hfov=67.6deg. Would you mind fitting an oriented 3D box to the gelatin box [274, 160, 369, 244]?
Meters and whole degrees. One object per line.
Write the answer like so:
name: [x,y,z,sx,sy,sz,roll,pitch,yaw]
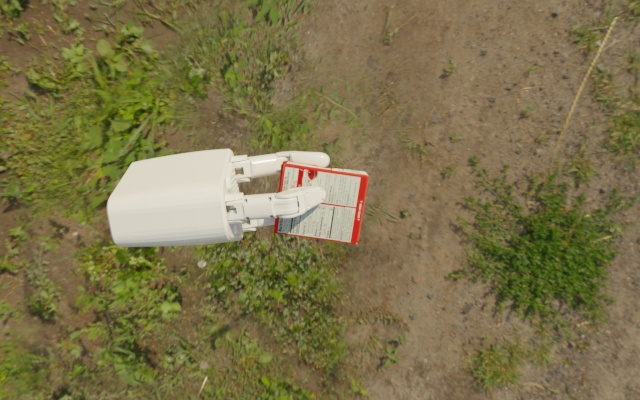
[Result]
gelatin box: [0.000,0.002,0.491,0.089,0.073,0.030,8,11,0]
